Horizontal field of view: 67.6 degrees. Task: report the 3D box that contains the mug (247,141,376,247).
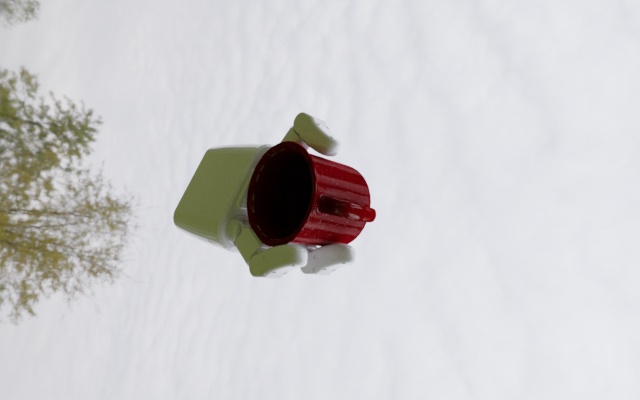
[{"bbox_3d":[0.001,0.002,0.431,0.081,0.093,0.117,12,-2,-43],"label":"mug"}]
